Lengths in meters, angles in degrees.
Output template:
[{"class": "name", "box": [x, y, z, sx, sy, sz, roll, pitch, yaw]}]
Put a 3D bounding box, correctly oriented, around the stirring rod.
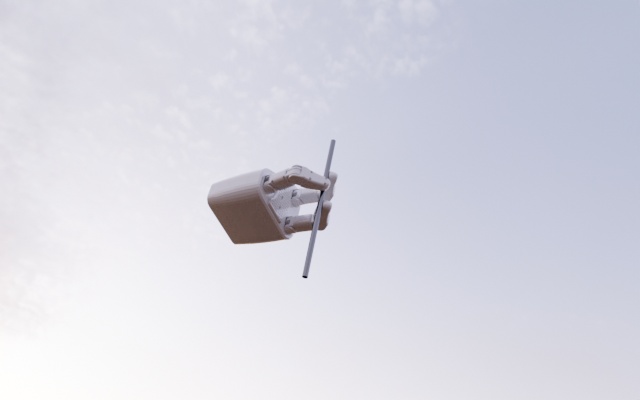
[{"class": "stirring rod", "box": [0.000, 0.002, 0.678, 0.011, 0.239, 0.011, 8, -36, 6]}]
